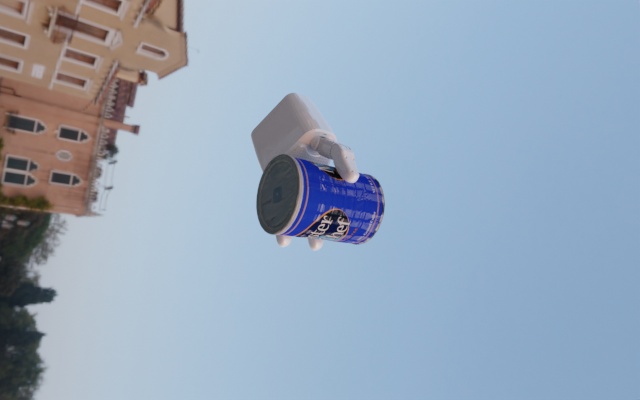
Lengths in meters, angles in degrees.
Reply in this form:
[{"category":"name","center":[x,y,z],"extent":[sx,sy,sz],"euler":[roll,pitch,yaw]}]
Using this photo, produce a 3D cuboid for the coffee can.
[{"category":"coffee can","center":[0.000,0.002,0.639],"extent":[0.140,0.103,0.103],"euler":[10,-6,-36]}]
